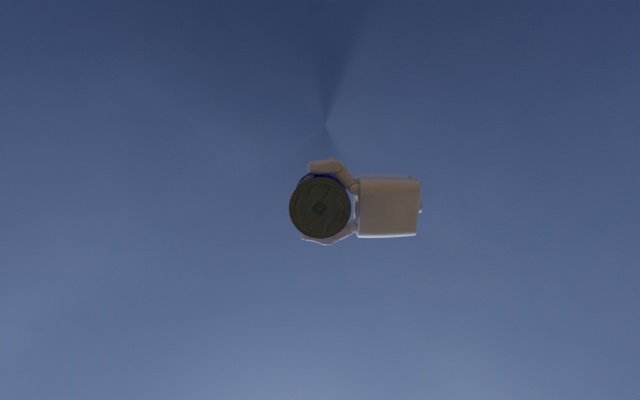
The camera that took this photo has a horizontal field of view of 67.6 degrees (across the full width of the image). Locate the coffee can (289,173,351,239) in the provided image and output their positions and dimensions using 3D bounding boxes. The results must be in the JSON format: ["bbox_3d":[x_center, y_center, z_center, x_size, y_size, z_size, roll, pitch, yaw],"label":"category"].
[{"bbox_3d":[0.000,0.003,0.849,0.103,0.103,0.140,0,9,1],"label":"coffee can"}]
